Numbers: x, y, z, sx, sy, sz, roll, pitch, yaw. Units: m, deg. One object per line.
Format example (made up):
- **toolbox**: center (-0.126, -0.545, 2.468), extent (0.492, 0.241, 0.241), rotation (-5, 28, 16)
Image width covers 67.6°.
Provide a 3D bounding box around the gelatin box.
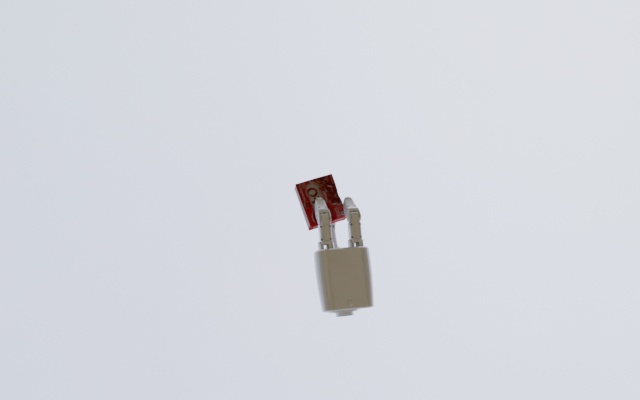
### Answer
- **gelatin box**: center (0.000, 0.003, 0.887), extent (0.073, 0.089, 0.030), rotation (-17, -13, -12)
